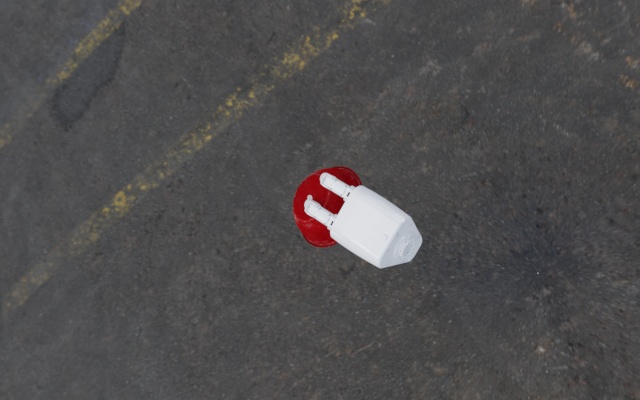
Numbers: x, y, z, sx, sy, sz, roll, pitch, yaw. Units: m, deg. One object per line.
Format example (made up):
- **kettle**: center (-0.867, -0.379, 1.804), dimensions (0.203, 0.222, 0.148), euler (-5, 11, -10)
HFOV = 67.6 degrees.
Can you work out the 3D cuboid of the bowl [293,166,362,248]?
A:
- **bowl**: center (-0.001, 0.003, 0.885), dimensions (0.162, 0.162, 0.055), euler (0, -18, 46)
